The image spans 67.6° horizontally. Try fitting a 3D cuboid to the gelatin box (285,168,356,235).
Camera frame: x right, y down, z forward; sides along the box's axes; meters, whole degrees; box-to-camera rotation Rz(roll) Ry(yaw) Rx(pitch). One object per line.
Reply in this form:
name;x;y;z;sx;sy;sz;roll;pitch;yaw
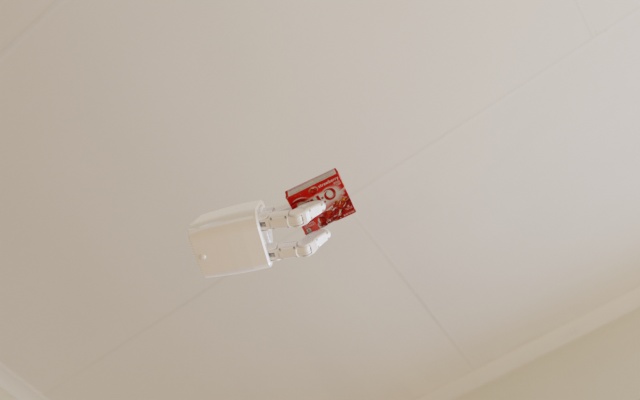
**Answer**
gelatin box;0.000;0.002;0.736;0.089;0.073;0.030;-25;24;3
